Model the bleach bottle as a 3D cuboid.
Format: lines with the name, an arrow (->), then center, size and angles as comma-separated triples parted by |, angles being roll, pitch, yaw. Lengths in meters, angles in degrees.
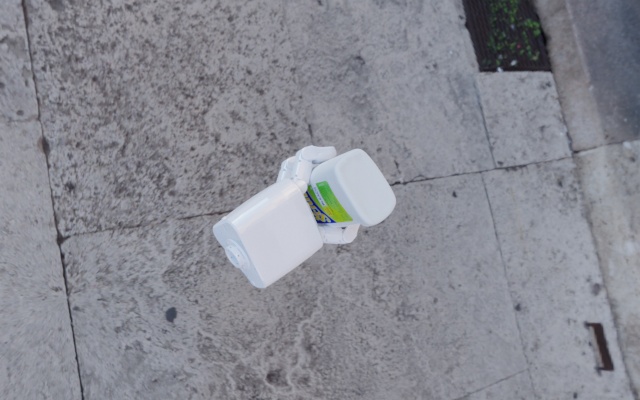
bleach bottle -> 0.000, 0.002, 0.717 | 0.068, 0.102, 0.251 | -37, 8, -29
